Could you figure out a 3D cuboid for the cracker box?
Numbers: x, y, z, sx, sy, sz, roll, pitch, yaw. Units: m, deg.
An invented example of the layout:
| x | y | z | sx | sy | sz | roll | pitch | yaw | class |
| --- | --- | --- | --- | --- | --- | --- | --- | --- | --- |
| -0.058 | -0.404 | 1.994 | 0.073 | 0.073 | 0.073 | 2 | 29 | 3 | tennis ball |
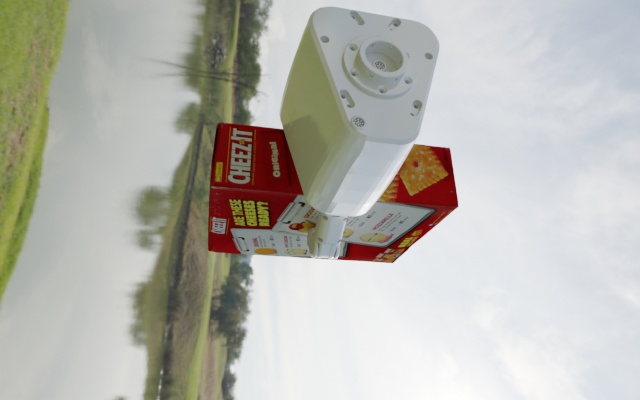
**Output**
| x | y | z | sx | sy | sz | roll | pitch | yaw | class |
| --- | --- | --- | --- | --- | --- | --- | --- | --- | --- |
| 0.000 | 0.002 | 0.476 | 0.214 | 0.072 | 0.164 | 5 | -26 | -12 | cracker box |
